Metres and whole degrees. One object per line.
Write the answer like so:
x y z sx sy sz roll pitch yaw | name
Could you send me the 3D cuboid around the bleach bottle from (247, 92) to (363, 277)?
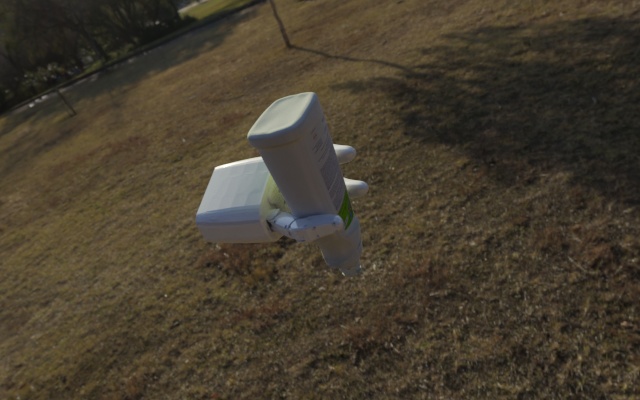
0.000 0.002 0.586 0.068 0.251 0.102 -6 35 25 | bleach bottle
